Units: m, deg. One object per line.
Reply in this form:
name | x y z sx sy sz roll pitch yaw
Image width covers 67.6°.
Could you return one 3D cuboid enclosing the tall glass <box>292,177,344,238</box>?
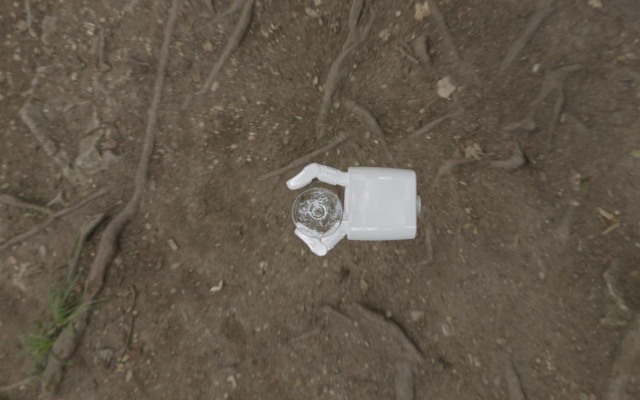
tall glass | 0.000 0.003 0.784 0.079 0.079 0.201 0 9 2
